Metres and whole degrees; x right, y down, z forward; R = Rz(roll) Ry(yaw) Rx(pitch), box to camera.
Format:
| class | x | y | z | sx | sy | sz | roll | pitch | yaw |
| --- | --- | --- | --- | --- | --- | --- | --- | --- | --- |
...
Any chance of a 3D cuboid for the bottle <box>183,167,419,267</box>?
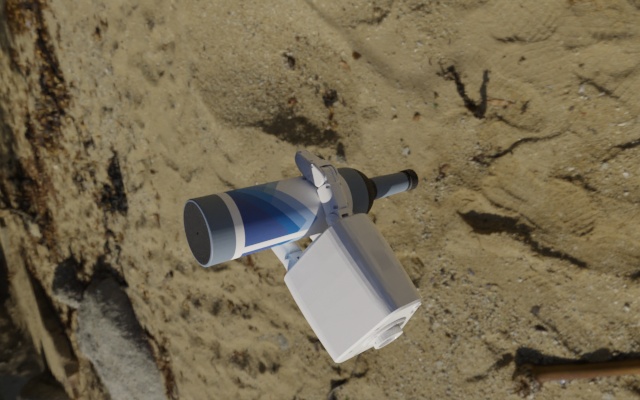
| class | x | y | z | sx | sy | sz | roll | pitch | yaw |
| --- | --- | --- | --- | --- | --- | --- | --- | --- | --- |
| bottle | 0.000 | 0.002 | 0.535 | 0.295 | 0.069 | 0.069 | -14 | 8 | -35 |
